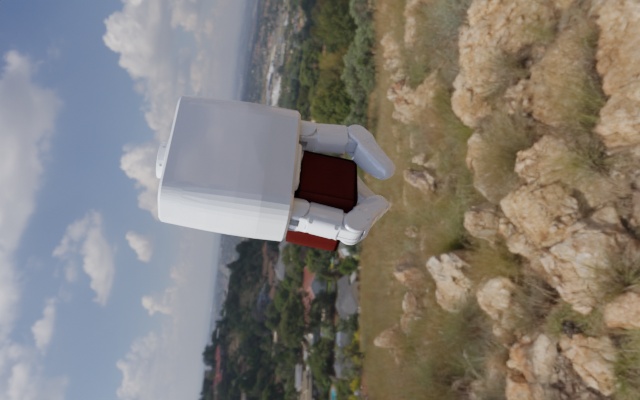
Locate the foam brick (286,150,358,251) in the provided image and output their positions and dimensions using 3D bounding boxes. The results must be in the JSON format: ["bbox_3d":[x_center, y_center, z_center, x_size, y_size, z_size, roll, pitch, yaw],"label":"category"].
[{"bbox_3d":[0.000,0.002,0.447,0.051,0.053,0.078,10,-43,-8],"label":"foam brick"}]
